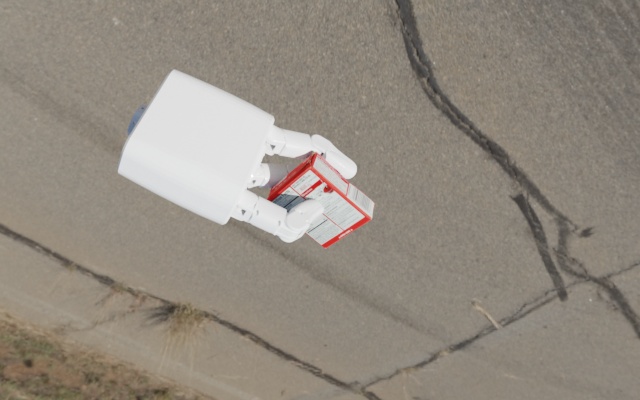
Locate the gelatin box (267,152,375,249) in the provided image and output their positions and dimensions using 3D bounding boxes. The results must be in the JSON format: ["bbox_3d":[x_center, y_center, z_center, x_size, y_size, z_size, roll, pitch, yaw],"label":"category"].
[{"bbox_3d":[0.000,0.002,0.500,0.089,0.030,0.073,40,-52,-18],"label":"gelatin box"}]
